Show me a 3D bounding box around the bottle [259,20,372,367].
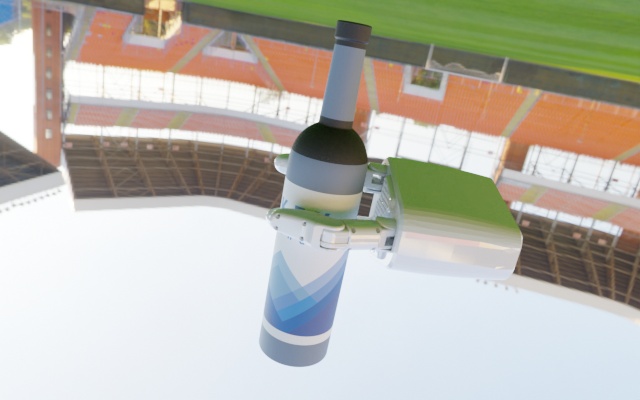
[{"bbox_3d":[0.000,0.002,0.412,0.069,0.296,0.069,10,18,-3],"label":"bottle"}]
